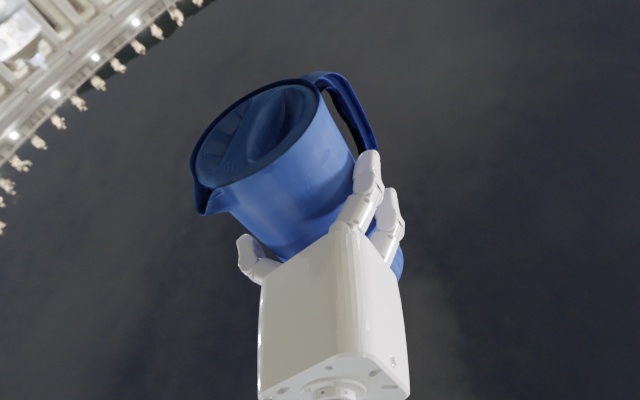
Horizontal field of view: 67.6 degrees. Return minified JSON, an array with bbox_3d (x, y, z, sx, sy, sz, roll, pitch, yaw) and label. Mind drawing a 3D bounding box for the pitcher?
[{"bbox_3d":[0.000,0.002,0.487,0.149,0.145,0.243,-23,-49,17],"label":"pitcher"}]
